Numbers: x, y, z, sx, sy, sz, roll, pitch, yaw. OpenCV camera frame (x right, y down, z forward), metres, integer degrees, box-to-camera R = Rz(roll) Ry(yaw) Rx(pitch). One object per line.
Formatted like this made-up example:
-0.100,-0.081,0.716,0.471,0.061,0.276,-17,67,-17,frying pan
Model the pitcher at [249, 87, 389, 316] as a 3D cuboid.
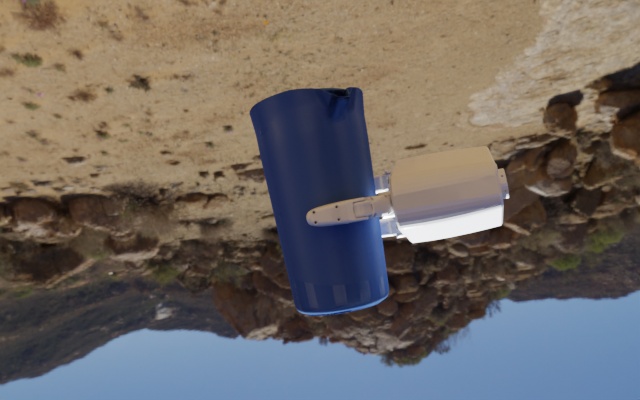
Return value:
0.000,0.002,0.556,0.145,0.243,0.149,-11,-4,17,pitcher
